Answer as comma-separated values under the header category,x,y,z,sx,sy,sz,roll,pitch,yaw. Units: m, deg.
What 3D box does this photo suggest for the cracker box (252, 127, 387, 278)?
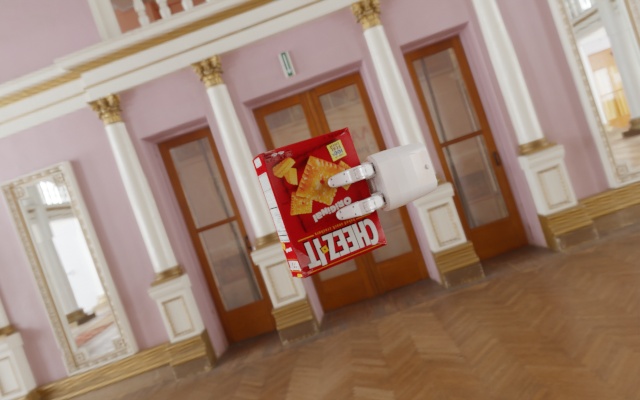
category,x,y,z,sx,sy,sz,roll,pitch,yaw
cracker box,0.000,0.002,0.806,0.164,0.213,0.072,-20,2,-20
